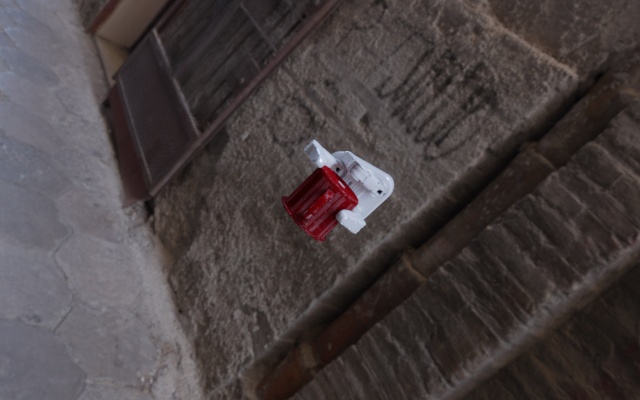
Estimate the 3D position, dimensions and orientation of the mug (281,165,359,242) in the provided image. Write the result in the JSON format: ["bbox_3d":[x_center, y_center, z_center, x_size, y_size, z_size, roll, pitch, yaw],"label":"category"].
[{"bbox_3d":[0.000,0.002,0.704,0.081,0.093,0.117,-44,-4,12],"label":"mug"}]
